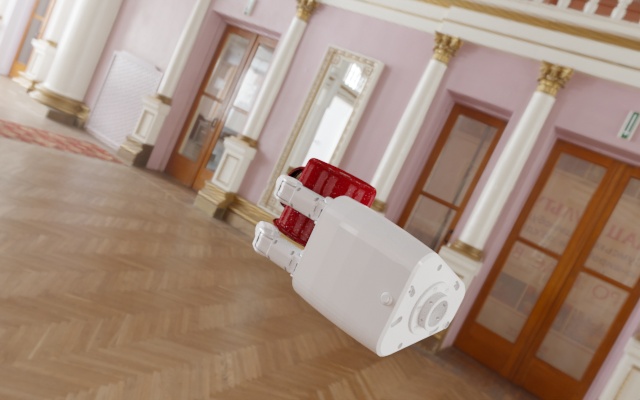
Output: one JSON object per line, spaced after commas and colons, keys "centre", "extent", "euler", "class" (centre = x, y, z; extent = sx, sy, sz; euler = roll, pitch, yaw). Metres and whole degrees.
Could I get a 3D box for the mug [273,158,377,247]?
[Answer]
{"centre": [-0.001, 0.001, 0.518], "extent": [0.117, 0.081, 0.093], "euler": [32, 9, 40], "class": "mug"}
